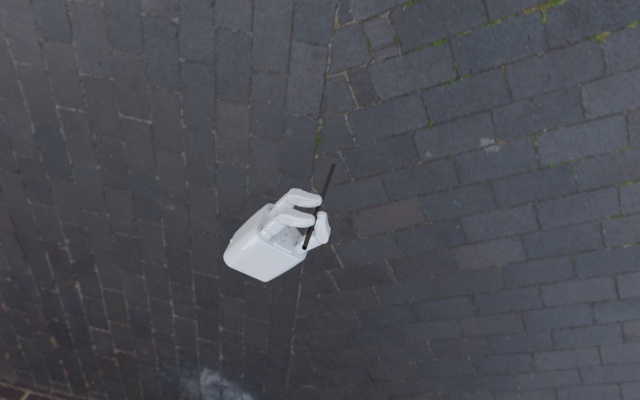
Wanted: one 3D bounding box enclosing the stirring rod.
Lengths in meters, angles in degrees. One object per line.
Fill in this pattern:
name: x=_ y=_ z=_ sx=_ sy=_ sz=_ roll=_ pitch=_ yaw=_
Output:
stirring rod: x=0.000 y=0.003 z=0.827 sx=0.011 sy=0.011 sz=0.239 roll=0 pitch=36 yaw=15
